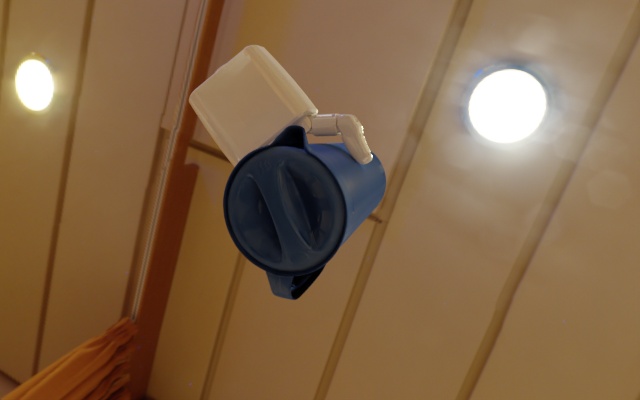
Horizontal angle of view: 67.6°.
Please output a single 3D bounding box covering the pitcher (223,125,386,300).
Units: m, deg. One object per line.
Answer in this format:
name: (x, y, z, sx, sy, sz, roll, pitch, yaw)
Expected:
pitcher: (0.000, 0.002, 0.574, 0.149, 0.145, 0.243, -40, -6, 22)
